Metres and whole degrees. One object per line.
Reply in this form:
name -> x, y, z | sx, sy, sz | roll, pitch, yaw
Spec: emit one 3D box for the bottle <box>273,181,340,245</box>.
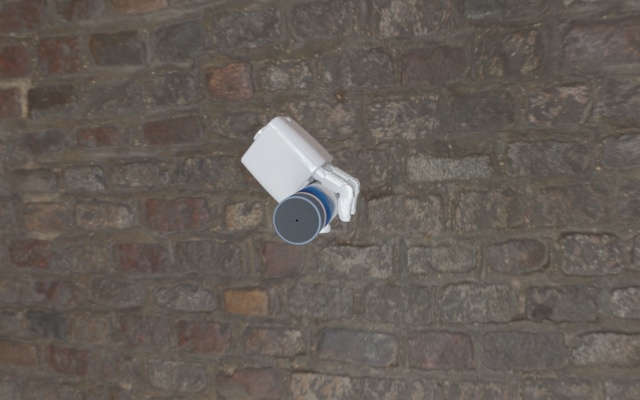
bottle -> 0.000, 0.003, 0.776 | 0.069, 0.069, 0.295 | 0, 9, 13
